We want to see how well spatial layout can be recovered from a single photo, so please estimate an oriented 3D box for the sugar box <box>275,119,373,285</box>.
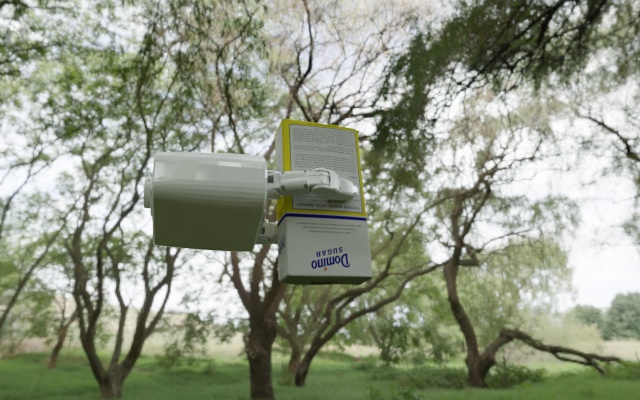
[{"bbox_3d":[0.000,0.002,0.519,0.093,0.176,0.048,5,-21,-18],"label":"sugar box"}]
